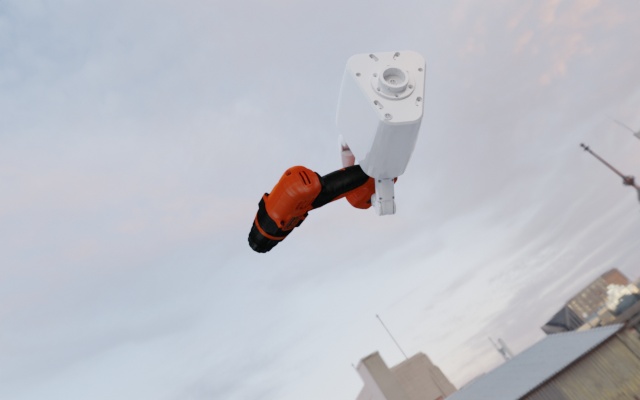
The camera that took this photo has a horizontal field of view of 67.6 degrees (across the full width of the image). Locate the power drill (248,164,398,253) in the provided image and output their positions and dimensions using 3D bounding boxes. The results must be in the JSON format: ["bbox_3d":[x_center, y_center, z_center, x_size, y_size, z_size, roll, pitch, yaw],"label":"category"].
[{"bbox_3d":[0.001,0.002,0.645,0.187,0.057,0.184,-20,-17,-34],"label":"power drill"}]
